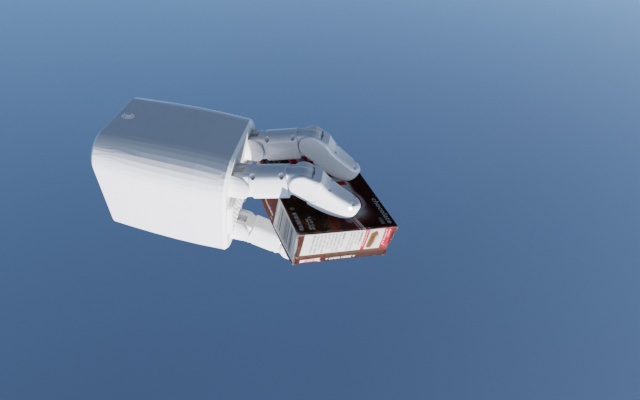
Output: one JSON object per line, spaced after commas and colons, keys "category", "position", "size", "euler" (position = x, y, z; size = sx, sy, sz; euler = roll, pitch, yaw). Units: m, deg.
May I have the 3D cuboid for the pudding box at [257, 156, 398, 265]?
{"category": "pudding box", "position": [0.000, 0.001, 0.416], "size": [0.090, 0.039, 0.113], "euler": [-4, 43, -25]}
